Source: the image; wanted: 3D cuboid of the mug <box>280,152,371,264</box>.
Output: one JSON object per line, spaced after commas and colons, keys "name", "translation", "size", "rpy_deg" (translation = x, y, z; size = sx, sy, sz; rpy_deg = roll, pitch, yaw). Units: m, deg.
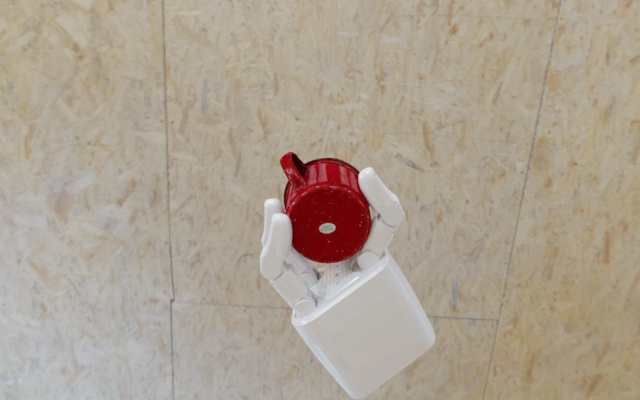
{"name": "mug", "translation": [-0.001, 0.000, 0.472], "size": [0.093, 0.117, 0.081], "rpy_deg": [-33, 15, 10]}
